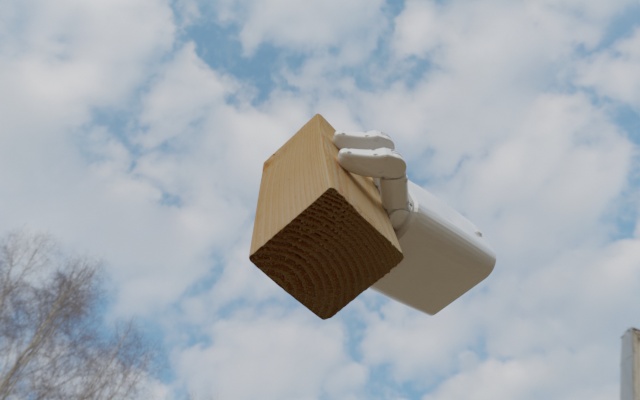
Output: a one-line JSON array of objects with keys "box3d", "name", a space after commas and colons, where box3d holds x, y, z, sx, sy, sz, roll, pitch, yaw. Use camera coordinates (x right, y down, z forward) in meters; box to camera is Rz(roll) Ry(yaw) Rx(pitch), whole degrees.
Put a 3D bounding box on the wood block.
[{"box3d": [0.000, 0.002, 0.462, 0.090, 0.091, 0.206, 43, 16, -20], "name": "wood block"}]
